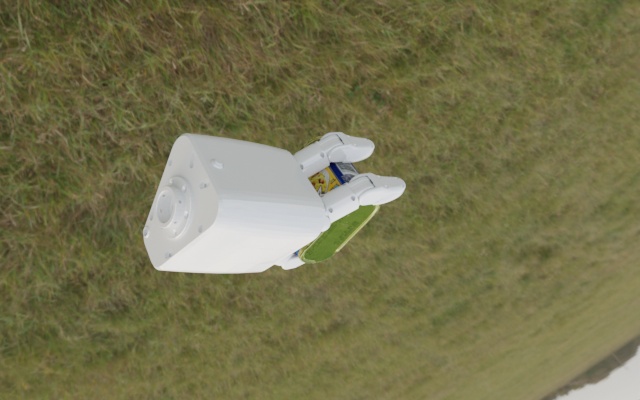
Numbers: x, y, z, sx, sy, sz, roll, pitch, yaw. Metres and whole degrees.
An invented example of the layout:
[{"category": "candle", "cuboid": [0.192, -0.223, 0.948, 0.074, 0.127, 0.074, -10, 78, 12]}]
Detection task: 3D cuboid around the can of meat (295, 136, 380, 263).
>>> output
[{"category": "can of meat", "cuboid": [0.000, 0.002, 0.485, 0.057, 0.084, 0.102, 12, -53, -49]}]
